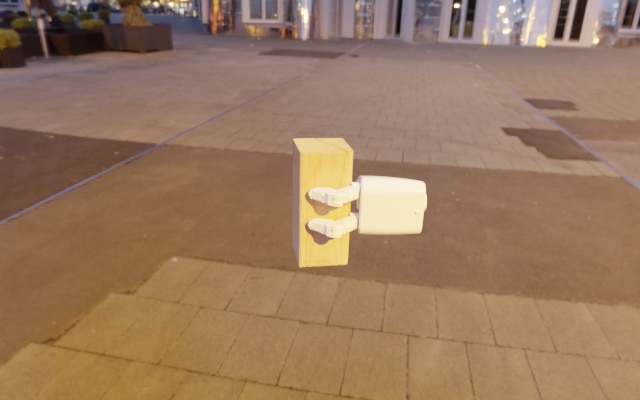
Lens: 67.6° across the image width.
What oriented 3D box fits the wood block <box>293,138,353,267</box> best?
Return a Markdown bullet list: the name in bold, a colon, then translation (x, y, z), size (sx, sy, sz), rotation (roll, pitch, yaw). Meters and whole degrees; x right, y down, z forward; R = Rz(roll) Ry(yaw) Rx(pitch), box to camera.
- **wood block**: translation (0.000, 0.002, 0.832), size (0.090, 0.206, 0.090), rotation (-2, 22, -10)
